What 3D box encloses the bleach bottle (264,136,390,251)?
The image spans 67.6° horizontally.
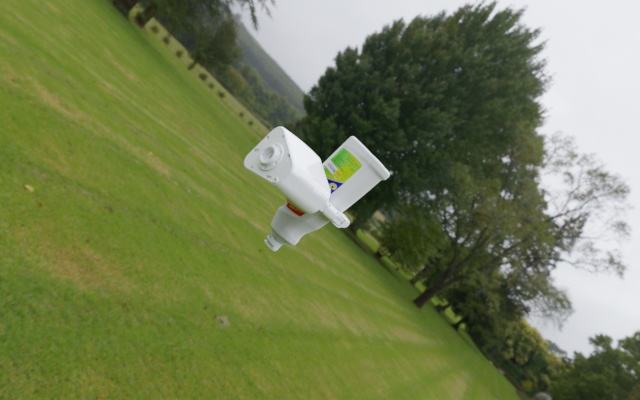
[{"bbox_3d":[0.000,0.003,0.866,0.068,0.251,0.102,39,10,-49],"label":"bleach bottle"}]
